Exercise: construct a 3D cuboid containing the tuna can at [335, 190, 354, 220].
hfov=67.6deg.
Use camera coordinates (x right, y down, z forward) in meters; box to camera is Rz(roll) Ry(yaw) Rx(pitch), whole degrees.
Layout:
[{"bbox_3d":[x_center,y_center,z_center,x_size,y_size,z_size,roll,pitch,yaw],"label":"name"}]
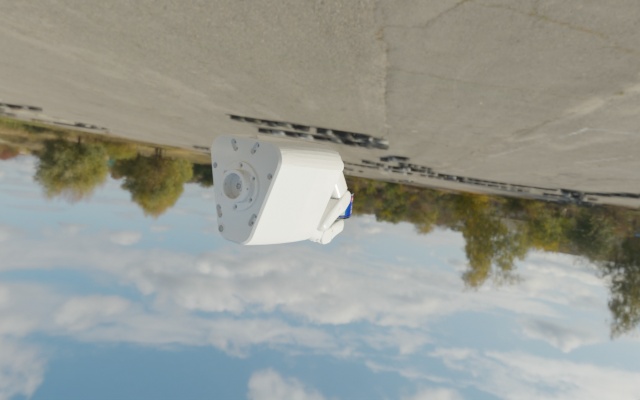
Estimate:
[{"bbox_3d":[0.000,0.003,0.632,0.086,0.034,0.086,5,7,-1],"label":"tuna can"}]
